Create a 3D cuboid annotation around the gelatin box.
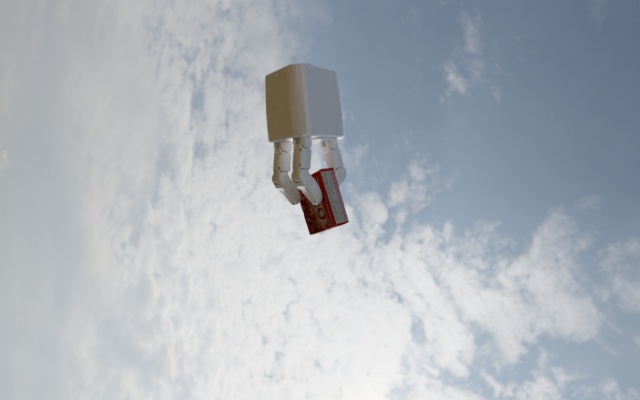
[{"bbox_3d":[0.001,0.003,0.732,0.030,0.089,0.073,-13,-7,-37],"label":"gelatin box"}]
